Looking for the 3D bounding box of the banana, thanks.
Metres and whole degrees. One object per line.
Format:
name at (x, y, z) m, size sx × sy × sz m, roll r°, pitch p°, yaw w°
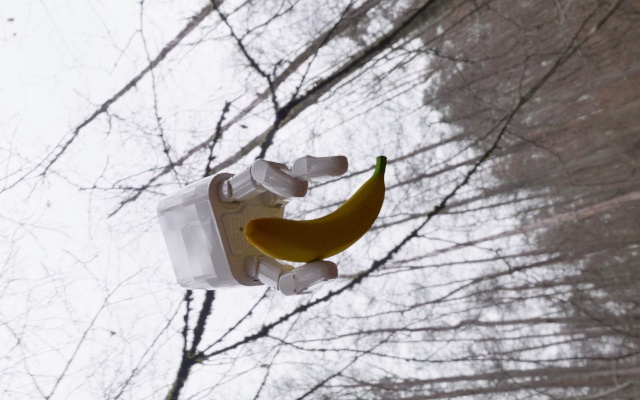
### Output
banana at (0.008, 0.018, 0.438) m, size 0.037 × 0.069 × 0.197 m, roll -7°, pitch 15°, yaw 41°
